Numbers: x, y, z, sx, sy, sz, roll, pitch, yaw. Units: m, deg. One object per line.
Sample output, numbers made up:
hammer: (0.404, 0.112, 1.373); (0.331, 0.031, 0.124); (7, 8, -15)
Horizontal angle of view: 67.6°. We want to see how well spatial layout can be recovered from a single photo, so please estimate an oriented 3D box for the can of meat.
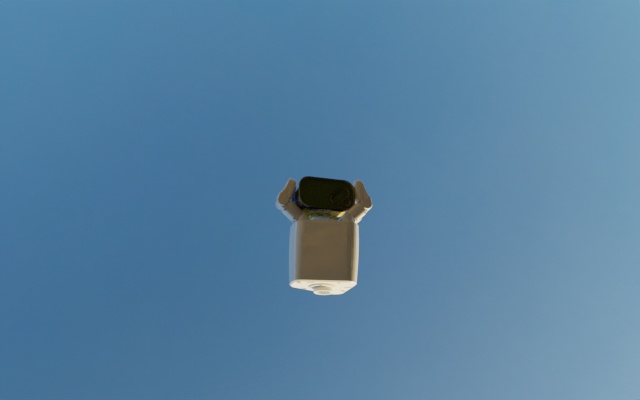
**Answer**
can of meat: (0.000, 0.003, 0.862); (0.102, 0.057, 0.084); (5, -24, -16)
